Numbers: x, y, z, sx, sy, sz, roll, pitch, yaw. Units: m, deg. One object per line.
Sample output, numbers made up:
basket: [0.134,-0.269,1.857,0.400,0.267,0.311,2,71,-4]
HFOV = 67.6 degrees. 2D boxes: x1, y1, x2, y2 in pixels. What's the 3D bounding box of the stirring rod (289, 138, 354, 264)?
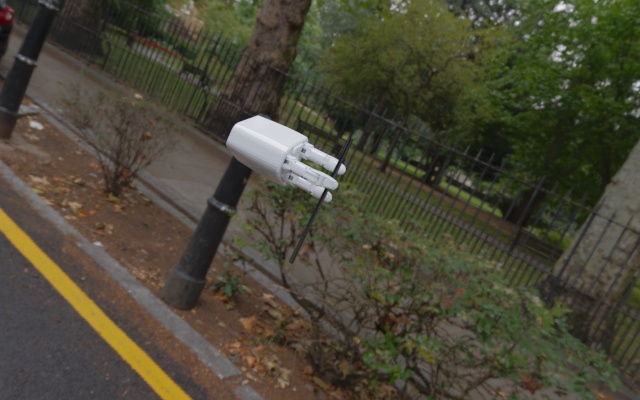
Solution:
stirring rod: [0.000,0.003,0.820,0.011,0.239,0.011,25,9,-4]
